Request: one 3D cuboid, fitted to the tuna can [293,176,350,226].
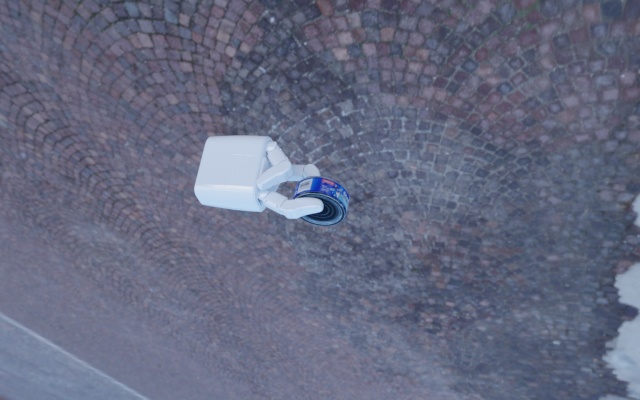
[{"bbox_3d":[0.000,0.003,0.733,0.086,0.033,0.086,9,-37,7],"label":"tuna can"}]
